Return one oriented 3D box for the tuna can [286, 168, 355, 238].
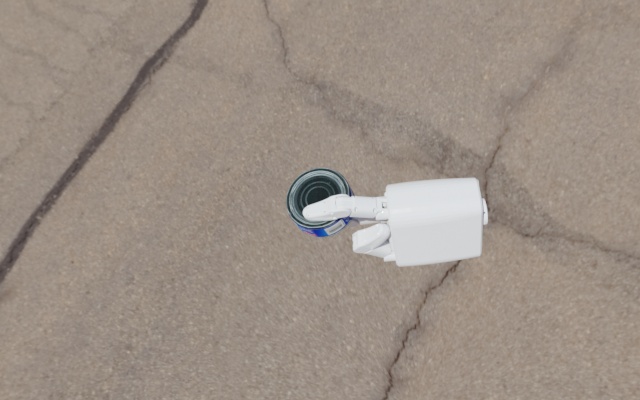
[{"bbox_3d":[0.000,0.002,0.608,0.086,0.086,0.034,0,-23,17],"label":"tuna can"}]
